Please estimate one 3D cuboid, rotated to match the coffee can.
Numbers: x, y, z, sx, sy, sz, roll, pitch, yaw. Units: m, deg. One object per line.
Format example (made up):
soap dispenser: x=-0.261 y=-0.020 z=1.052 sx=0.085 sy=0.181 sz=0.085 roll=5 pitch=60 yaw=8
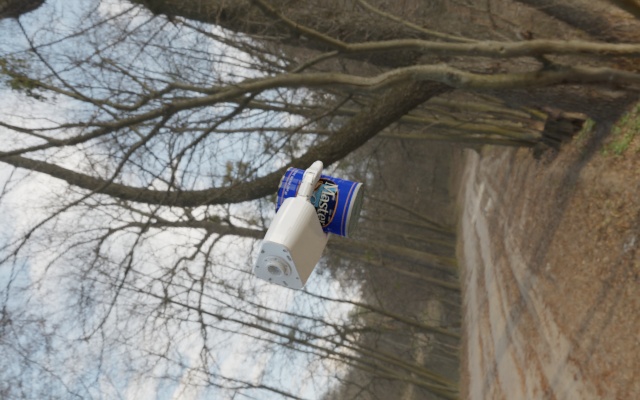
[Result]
coffee can: x=0.000 y=0.003 z=0.882 sx=0.140 sy=0.103 sz=0.103 roll=14 pitch=3 yaw=13
